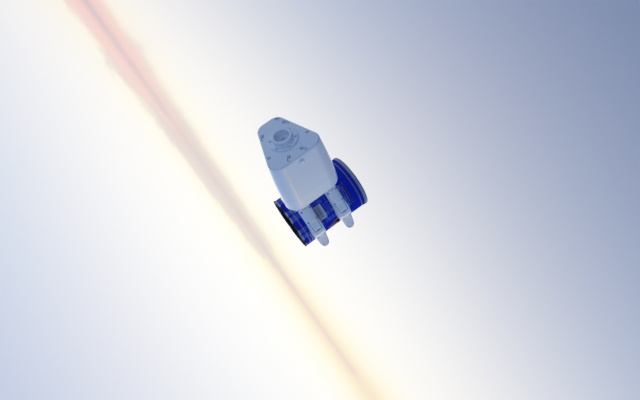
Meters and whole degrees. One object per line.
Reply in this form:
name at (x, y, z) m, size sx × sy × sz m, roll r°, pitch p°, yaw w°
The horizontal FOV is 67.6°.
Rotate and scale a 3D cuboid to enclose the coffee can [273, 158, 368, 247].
coffee can at (0.000, 0.003, 0.869) m, size 0.140 × 0.103 × 0.103 m, roll -36°, pitch 6°, yaw -9°
